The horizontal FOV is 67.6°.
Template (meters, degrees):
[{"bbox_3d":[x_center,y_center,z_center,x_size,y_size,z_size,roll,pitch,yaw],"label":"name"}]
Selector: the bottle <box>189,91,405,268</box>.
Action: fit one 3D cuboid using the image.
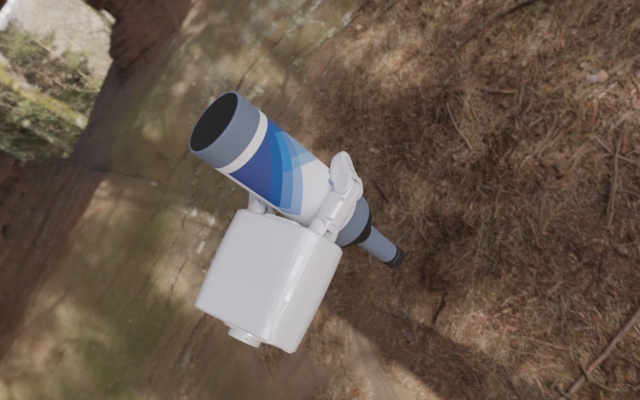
[{"bbox_3d":[0.000,0.001,0.506,0.069,0.069,0.296,0,-29,46],"label":"bottle"}]
